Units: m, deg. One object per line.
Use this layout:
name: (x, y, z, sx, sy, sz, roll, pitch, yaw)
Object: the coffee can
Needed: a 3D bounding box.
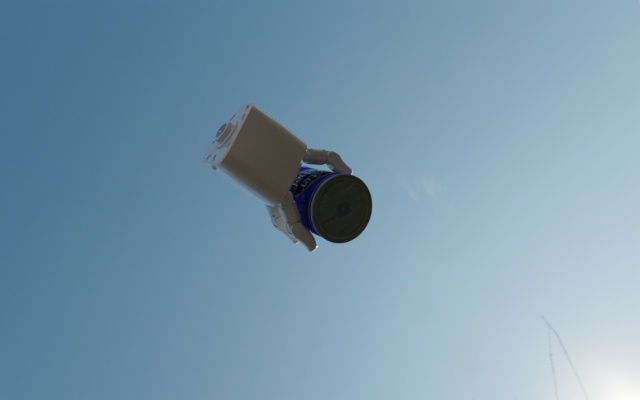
coffee can: (0.000, 0.003, 0.750, 0.103, 0.103, 0.140, 0, 8, -29)
